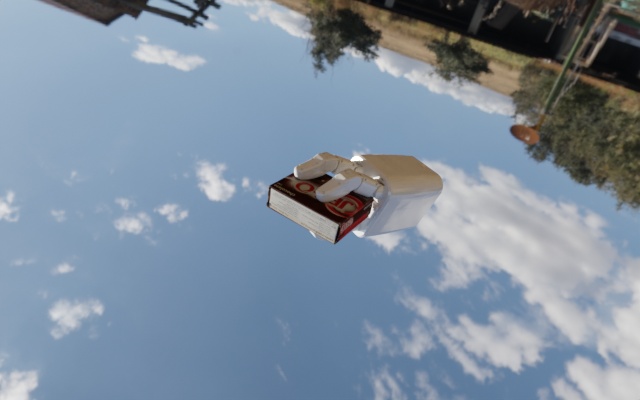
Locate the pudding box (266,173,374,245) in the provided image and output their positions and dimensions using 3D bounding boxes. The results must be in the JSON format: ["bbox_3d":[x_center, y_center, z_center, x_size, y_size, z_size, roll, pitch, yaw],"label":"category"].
[{"bbox_3d":[0.000,0.002,0.628,0.113,0.039,0.090,26,33,23],"label":"pudding box"}]
